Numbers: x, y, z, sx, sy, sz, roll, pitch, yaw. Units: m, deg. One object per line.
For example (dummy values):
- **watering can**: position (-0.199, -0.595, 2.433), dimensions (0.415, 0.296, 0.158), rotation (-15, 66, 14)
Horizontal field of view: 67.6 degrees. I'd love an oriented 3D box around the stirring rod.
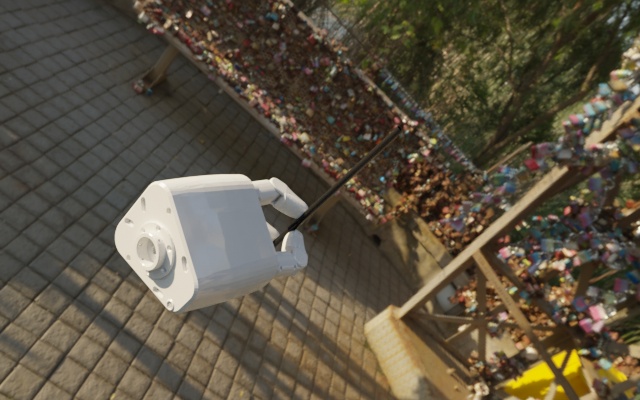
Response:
- **stirring rod**: position (0.000, 0.002, 0.526), dimensions (0.239, 0.011, 0.011), rotation (-43, -23, 27)
